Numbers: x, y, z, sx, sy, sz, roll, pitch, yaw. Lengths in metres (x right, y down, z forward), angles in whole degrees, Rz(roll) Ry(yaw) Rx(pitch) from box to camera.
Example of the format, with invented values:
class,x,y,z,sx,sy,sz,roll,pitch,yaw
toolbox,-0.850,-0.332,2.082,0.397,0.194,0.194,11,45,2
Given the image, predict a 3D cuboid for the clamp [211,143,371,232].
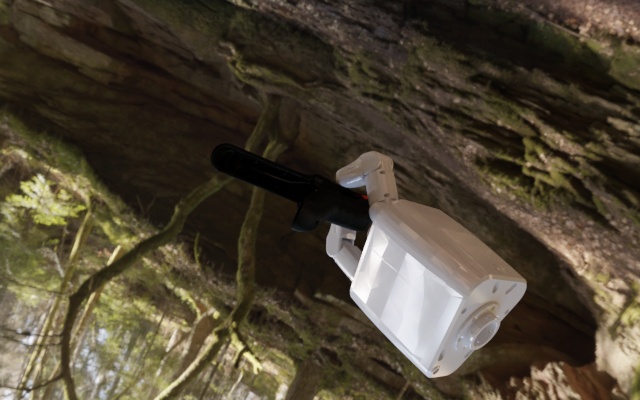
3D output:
class,x,y,z,sx,sy,sz,roll,pitch,yaw
clamp,0.000,0.002,0.411,0.171,0.039,0.120,14,22,-43
